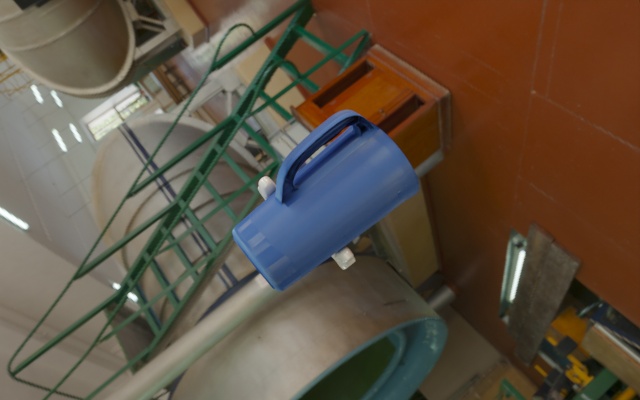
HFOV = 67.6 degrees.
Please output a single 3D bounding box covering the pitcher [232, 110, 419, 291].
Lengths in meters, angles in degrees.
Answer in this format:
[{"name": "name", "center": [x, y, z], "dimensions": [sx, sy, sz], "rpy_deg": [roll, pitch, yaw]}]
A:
[{"name": "pitcher", "center": [0.000, 0.002, 0.648], "dimensions": [0.243, 0.149, 0.145], "rpy_deg": [-39, -2, -9]}]
